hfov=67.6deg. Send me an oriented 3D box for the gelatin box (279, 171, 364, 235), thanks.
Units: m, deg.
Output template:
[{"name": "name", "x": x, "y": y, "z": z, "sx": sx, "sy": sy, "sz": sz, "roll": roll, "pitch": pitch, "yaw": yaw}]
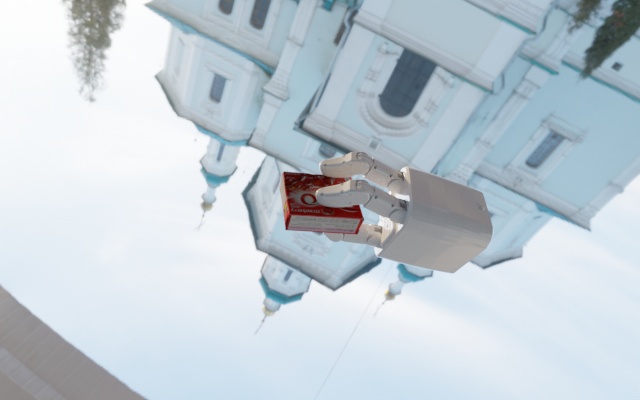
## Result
[{"name": "gelatin box", "x": 0.000, "y": 0.002, "z": 0.558, "sx": 0.089, "sy": 0.030, "sz": 0.073, "roll": 4, "pitch": 43, "yaw": -15}]
